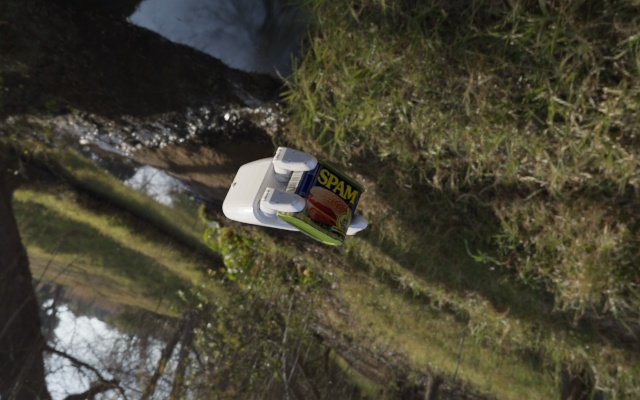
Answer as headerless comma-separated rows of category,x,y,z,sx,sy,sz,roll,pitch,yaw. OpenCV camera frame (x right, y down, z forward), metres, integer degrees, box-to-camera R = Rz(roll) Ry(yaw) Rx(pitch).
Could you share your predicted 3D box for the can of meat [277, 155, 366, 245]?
can of meat,0.000,0.002,0.625,0.102,0.084,0.057,32,-18,-34
